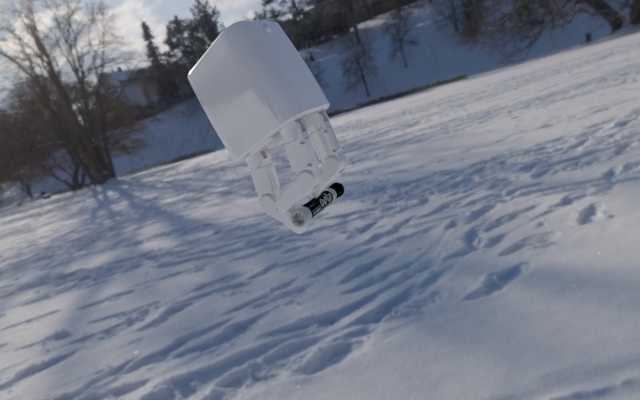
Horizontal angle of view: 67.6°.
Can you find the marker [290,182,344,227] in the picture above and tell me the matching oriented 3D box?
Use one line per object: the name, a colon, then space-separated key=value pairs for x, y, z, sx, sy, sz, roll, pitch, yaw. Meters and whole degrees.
marker: x=0.000 y=0.002 z=0.547 sx=0.020 sy=0.020 sz=0.121 roll=0 pitch=17 yaw=24
